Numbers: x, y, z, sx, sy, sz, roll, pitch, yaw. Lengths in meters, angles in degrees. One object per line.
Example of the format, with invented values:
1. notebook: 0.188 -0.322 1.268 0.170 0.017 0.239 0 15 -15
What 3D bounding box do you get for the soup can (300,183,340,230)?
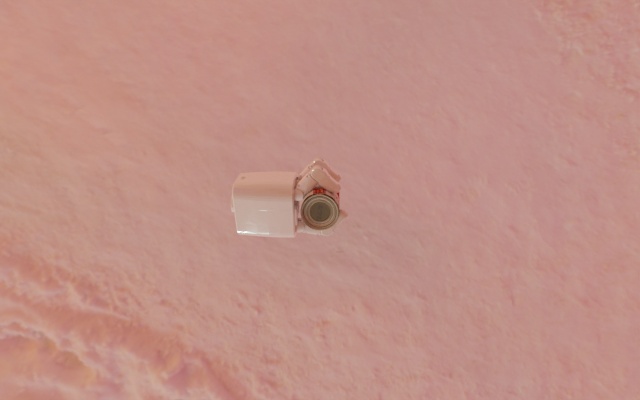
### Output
1. soup can: 0.001 0.003 0.844 0.068 0.068 0.102 0 20 2
